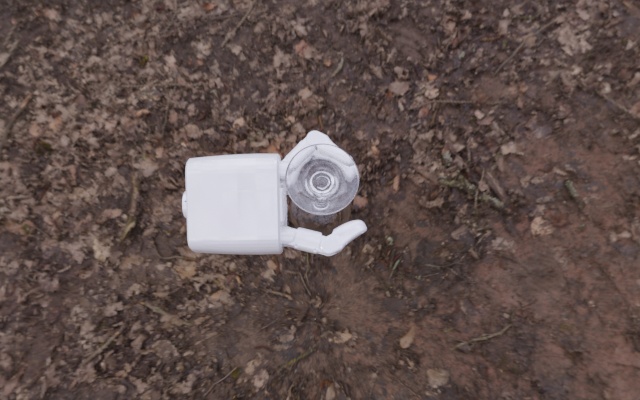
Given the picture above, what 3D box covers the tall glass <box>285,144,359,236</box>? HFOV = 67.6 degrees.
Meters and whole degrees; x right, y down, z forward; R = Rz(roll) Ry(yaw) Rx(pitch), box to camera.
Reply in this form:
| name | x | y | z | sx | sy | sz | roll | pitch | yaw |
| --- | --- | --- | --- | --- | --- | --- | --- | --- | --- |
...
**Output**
| name | x | y | z | sx | sy | sz | roll | pitch | yaw |
| --- | --- | --- | --- | --- | --- | --- | --- | --- | --- |
| tall glass | 0.000 | 0.002 | 0.571 | 0.079 | 0.079 | 0.201 | 0 | -14 | 0 |
